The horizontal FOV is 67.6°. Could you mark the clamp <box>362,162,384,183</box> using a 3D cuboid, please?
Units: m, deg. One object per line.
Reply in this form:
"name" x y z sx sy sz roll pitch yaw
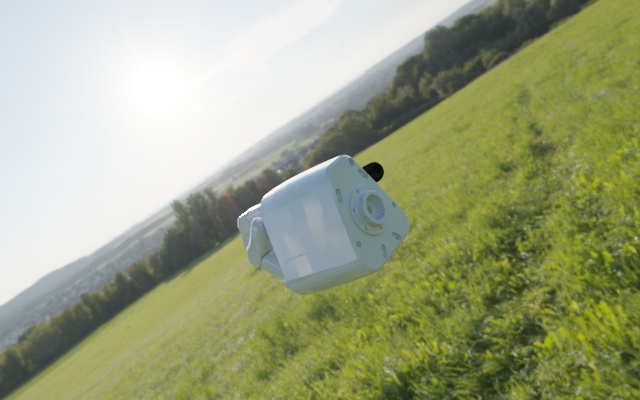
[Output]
"clamp" 0.000 0.001 0.582 0.120 0.039 0.171 -25 13 45
